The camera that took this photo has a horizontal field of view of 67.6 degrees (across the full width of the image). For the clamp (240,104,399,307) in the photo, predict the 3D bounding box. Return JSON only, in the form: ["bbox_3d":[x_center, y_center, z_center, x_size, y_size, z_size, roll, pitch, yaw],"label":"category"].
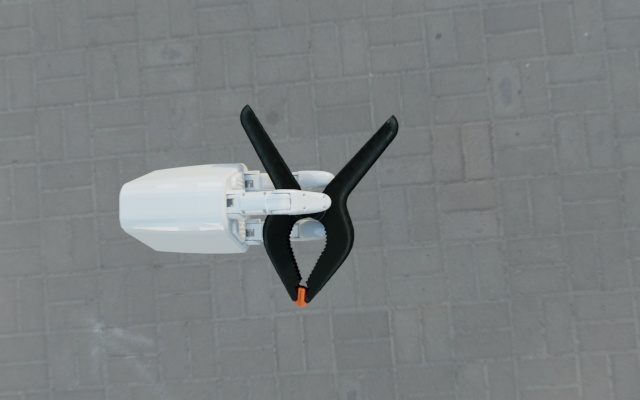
[{"bbox_3d":[0.000,0.002,0.491,0.164,0.210,0.036,-2,-3,5],"label":"clamp"}]
